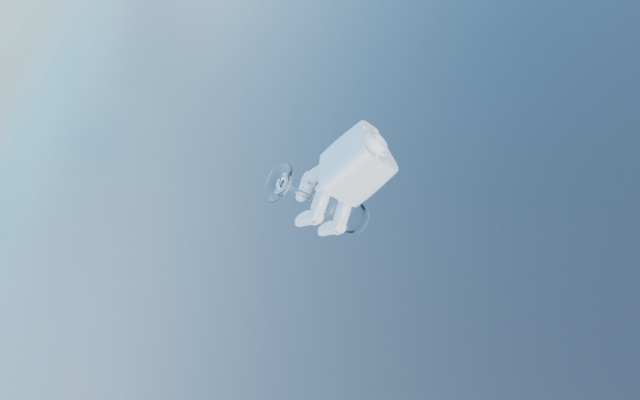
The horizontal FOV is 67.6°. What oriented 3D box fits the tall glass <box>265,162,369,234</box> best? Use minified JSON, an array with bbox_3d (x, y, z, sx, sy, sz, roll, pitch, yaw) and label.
[{"bbox_3d":[0.000,0.003,0.877,0.201,0.079,0.079,26,-16,-36],"label":"tall glass"}]
